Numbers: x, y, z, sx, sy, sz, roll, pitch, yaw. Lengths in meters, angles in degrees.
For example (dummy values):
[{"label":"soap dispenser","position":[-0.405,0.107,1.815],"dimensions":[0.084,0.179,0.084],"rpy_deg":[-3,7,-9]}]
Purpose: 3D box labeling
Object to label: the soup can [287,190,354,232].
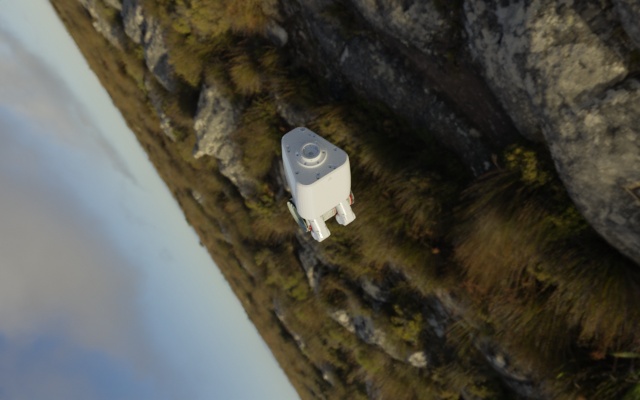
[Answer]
[{"label":"soup can","position":[0.000,0.003,0.861],"dimensions":[0.102,0.068,0.068],"rpy_deg":[-32,9,-14]}]
